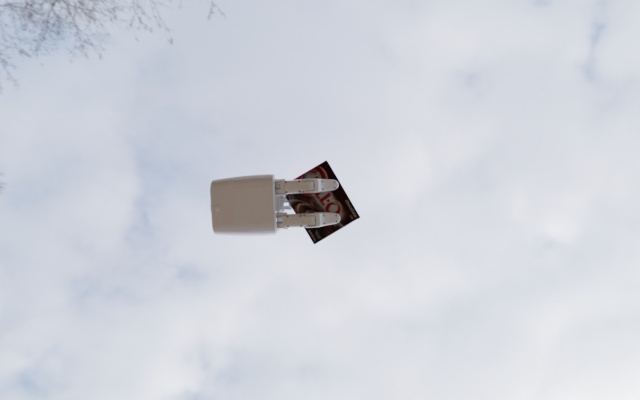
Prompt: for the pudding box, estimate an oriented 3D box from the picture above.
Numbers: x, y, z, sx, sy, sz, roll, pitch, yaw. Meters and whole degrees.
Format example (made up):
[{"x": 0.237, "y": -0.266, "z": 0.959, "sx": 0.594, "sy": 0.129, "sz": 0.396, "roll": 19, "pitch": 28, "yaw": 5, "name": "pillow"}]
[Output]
[{"x": 0.000, "y": 0.003, "z": 0.800, "sx": 0.090, "sy": 0.113, "sz": 0.039, "roll": -31, "pitch": 1, "yaw": 2, "name": "pudding box"}]
